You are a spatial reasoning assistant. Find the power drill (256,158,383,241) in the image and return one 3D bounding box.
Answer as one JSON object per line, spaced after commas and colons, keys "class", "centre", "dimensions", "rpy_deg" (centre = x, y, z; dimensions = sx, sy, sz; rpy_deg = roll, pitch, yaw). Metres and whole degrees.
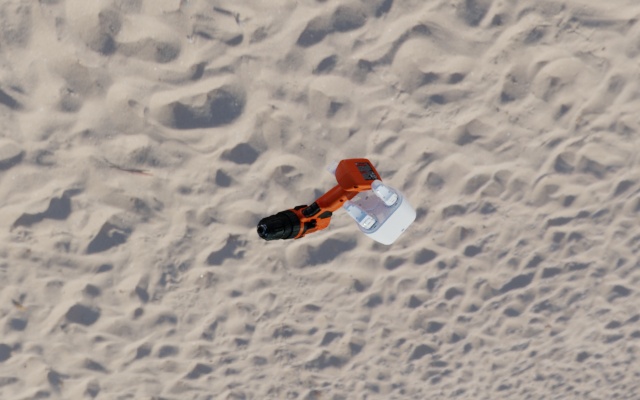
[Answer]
{"class": "power drill", "centre": [0.001, 0.002, 0.805], "dimensions": [0.188, 0.057, 0.184], "rpy_deg": [-37, -13, 31]}
